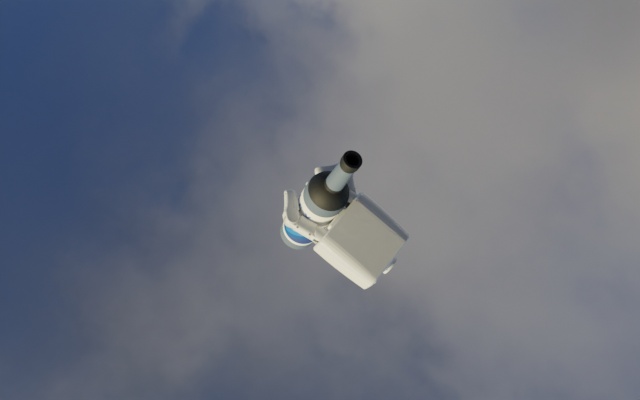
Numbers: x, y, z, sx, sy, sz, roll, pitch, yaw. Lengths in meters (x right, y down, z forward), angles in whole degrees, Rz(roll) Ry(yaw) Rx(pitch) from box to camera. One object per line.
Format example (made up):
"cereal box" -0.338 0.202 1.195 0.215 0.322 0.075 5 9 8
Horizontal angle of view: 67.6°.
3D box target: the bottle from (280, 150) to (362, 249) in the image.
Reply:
"bottle" 0.000 0.003 0.752 0.069 0.069 0.296 0 -22 -18
